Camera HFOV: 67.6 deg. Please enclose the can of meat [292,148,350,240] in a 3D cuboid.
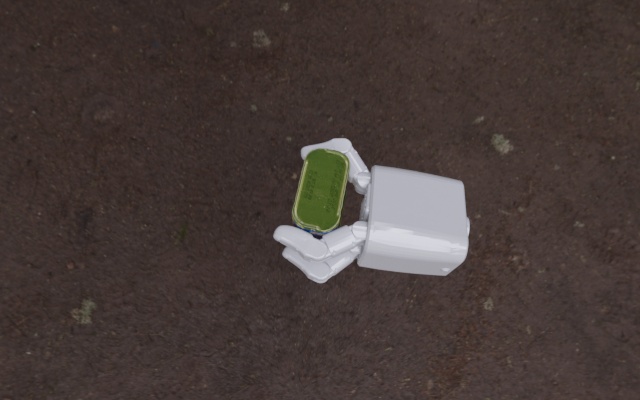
[{"bbox_3d":[0.000,0.002,0.547,0.057,0.102,0.084,11,-22,2],"label":"can of meat"}]
